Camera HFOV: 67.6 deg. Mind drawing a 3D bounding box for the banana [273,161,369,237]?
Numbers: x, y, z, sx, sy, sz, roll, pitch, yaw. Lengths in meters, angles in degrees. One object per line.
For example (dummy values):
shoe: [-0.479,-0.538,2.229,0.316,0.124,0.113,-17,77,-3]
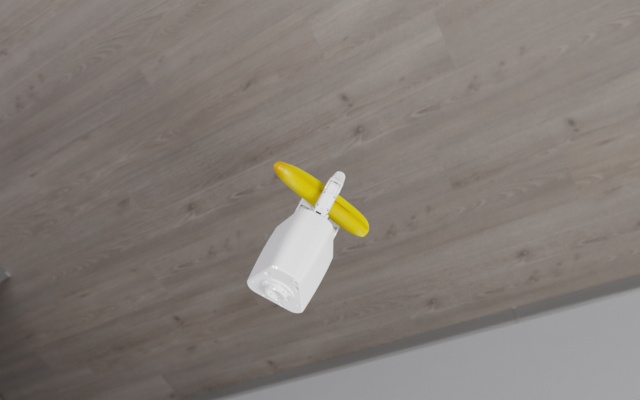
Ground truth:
banana: [0.010,0.005,0.745,0.198,0.037,0.069,38,-12,-20]
